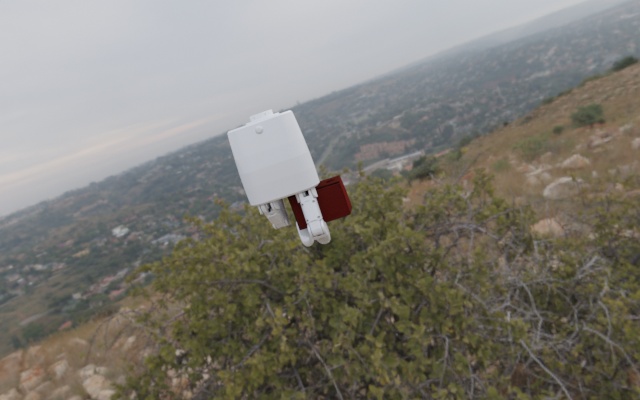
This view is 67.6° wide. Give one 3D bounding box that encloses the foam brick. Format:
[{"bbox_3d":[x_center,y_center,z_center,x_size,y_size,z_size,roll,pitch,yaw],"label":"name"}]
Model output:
[{"bbox_3d":[0.000,0.002,0.679,0.078,0.051,0.053,-18,10,7],"label":"foam brick"}]
